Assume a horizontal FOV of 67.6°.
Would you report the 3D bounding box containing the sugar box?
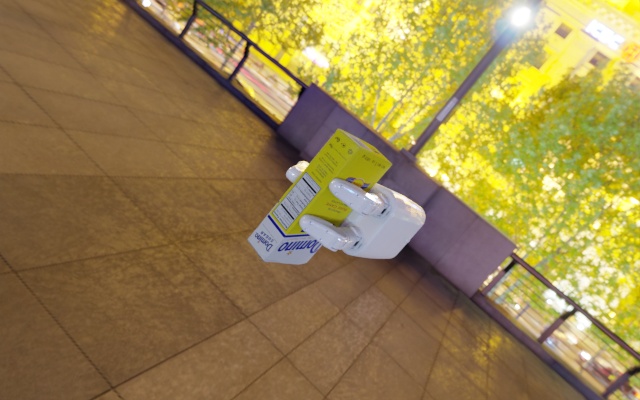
[{"bbox_3d":[0.001,0.002,0.579,0.048,0.176,0.093,46,16,30],"label":"sugar box"}]
